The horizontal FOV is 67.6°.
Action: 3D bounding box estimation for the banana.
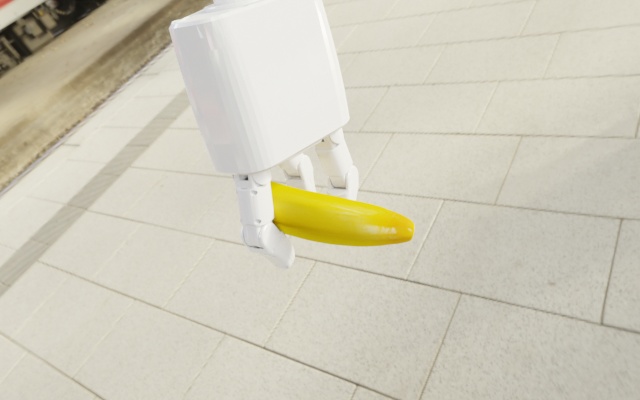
[{"bbox_3d":[-0.017,0.005,0.394,0.069,0.037,0.197,-15,21,-36],"label":"banana"}]
